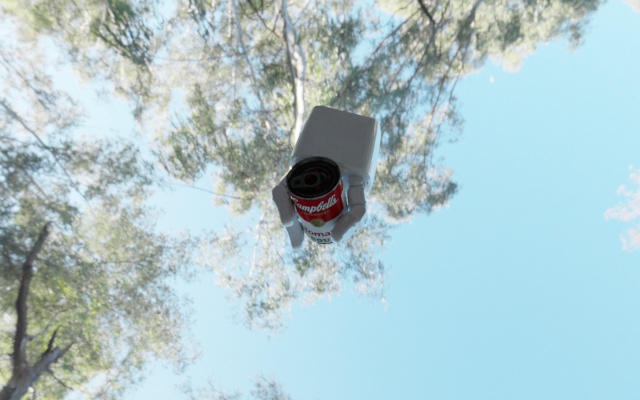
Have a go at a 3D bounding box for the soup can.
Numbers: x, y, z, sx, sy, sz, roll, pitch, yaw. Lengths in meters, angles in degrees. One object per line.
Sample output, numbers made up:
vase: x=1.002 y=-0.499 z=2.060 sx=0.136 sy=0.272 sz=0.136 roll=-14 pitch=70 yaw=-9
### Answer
soup can: x=0.000 y=0.003 z=0.617 sx=0.068 sy=0.068 sz=0.102 roll=0 pitch=-38 yaw=13
